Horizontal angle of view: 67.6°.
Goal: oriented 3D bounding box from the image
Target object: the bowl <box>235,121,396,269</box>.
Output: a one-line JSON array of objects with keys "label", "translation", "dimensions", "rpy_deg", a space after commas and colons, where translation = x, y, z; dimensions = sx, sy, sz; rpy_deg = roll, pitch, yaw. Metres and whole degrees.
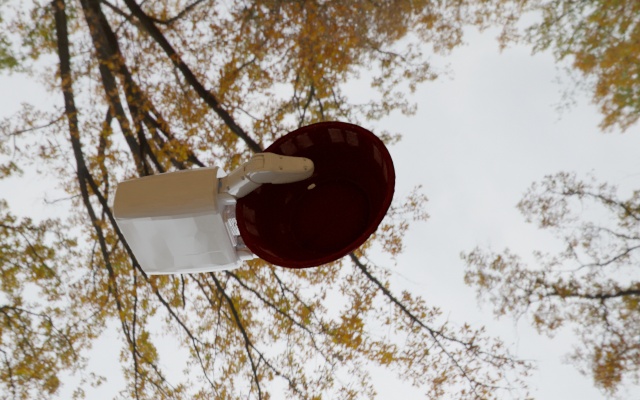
[{"label": "bowl", "translation": [0.001, 0.002, 0.469], "dimensions": [0.162, 0.162, 0.055], "rpy_deg": [0, -30, 24]}]
